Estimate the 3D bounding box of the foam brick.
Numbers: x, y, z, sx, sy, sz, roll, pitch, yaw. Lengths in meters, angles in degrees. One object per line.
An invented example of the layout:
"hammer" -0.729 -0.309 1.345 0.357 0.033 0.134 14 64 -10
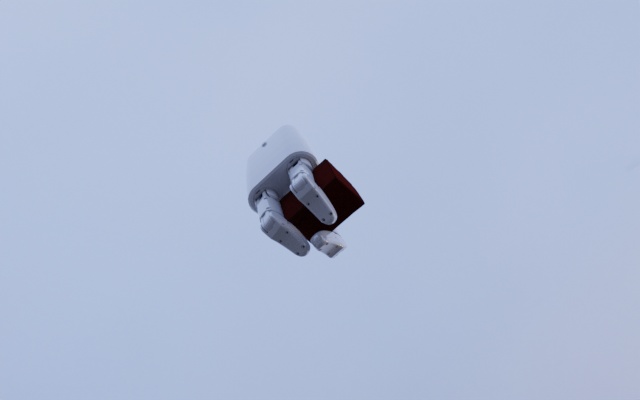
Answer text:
"foam brick" 0.000 0.002 0.546 0.053 0.078 0.051 43 13 -29
